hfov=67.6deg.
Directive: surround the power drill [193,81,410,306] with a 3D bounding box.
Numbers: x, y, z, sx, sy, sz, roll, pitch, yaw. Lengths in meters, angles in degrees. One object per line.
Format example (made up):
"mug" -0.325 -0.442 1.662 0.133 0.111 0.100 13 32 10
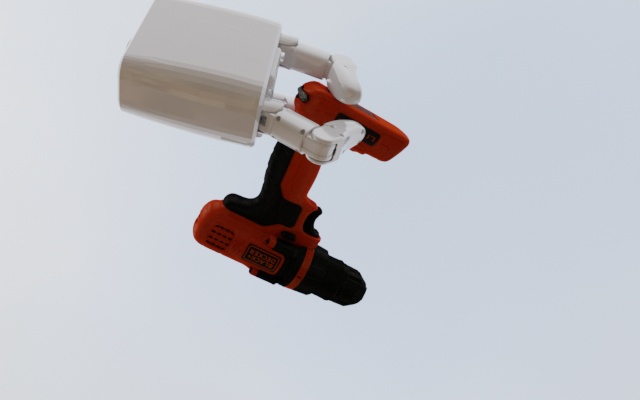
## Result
"power drill" 0.000 0.001 0.444 0.184 0.188 0.057 27 16 -18
